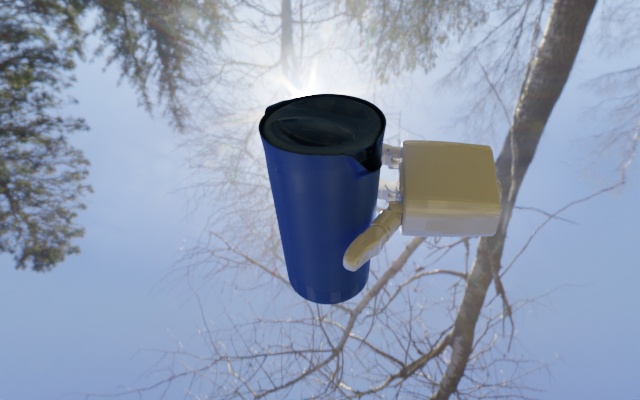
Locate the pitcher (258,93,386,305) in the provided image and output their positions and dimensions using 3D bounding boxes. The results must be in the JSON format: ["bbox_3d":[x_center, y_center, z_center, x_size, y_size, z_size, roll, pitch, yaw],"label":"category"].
[{"bbox_3d":[0.000,0.002,0.573,0.145,0.243,0.149,2,38,6],"label":"pitcher"}]
